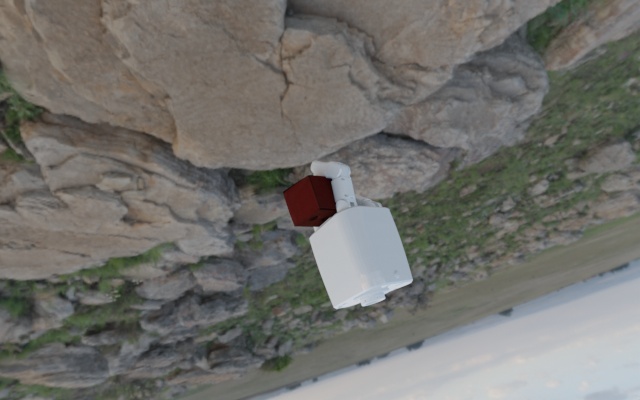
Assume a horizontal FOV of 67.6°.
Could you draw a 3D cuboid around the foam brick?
[{"bbox_3d":[0.000,0.002,0.640,0.078,0.051,0.053,4,-28,-47],"label":"foam brick"}]
